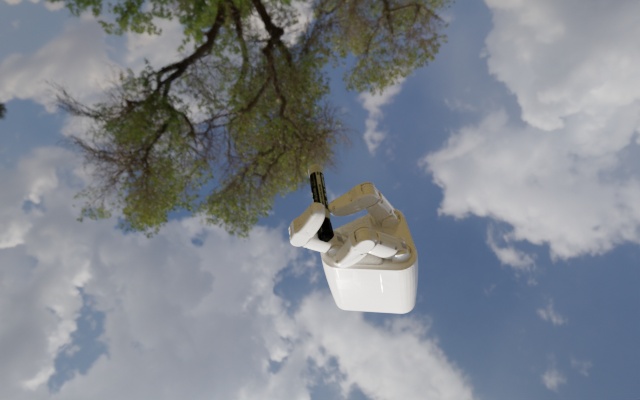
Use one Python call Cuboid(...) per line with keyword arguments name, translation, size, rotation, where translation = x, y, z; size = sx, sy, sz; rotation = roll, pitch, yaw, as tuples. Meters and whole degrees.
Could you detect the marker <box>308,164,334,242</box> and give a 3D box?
Cuboid(name="marker", translation=(0.000, 0.002, 0.574), size=(0.020, 0.020, 0.121), rotation=(-5, 45, -5))
